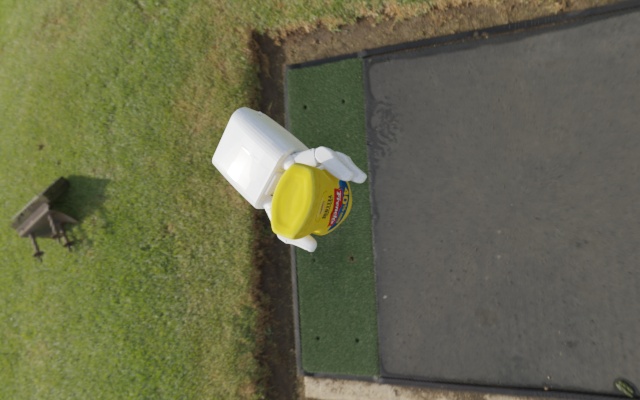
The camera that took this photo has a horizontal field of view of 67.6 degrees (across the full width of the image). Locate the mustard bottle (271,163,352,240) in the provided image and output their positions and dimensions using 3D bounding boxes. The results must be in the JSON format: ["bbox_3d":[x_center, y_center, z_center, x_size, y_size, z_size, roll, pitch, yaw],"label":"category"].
[{"bbox_3d":[0.000,0.002,0.677,0.058,0.096,0.191,17,6,22],"label":"mustard bottle"}]
